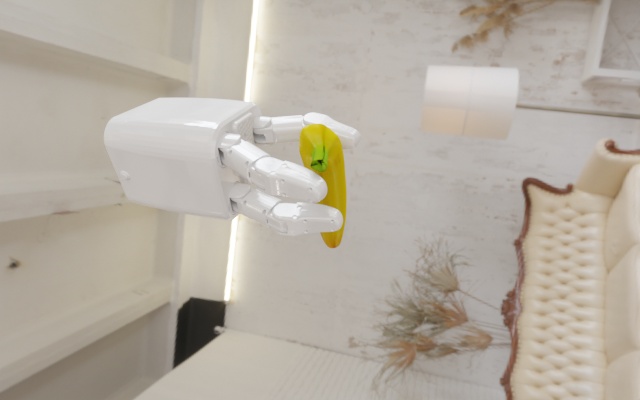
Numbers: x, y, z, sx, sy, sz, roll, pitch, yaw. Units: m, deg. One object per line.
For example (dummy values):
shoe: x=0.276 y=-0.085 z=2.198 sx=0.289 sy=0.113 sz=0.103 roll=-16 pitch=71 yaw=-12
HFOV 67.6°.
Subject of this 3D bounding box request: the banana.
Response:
banana: x=0.003 y=-0.017 z=0.450 sx=0.037 sy=0.069 sz=0.198 roll=6 pitch=-23 yaw=10
